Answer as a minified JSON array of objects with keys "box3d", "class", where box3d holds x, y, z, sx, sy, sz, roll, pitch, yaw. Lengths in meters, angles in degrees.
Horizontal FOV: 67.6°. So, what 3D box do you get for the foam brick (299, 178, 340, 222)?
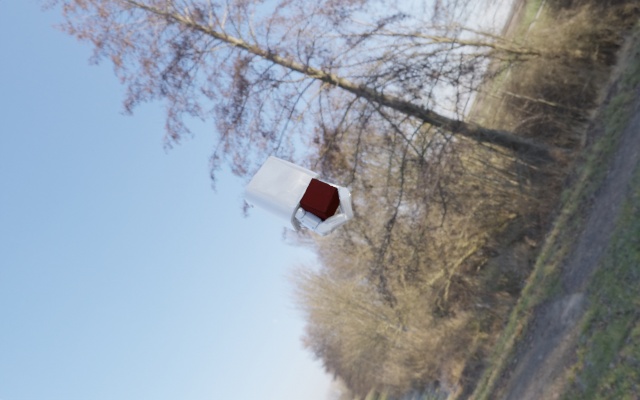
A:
[{"box3d":[0.000,0.003,0.853,0.051,0.053,0.078,24,-15,13],"class":"foam brick"}]
